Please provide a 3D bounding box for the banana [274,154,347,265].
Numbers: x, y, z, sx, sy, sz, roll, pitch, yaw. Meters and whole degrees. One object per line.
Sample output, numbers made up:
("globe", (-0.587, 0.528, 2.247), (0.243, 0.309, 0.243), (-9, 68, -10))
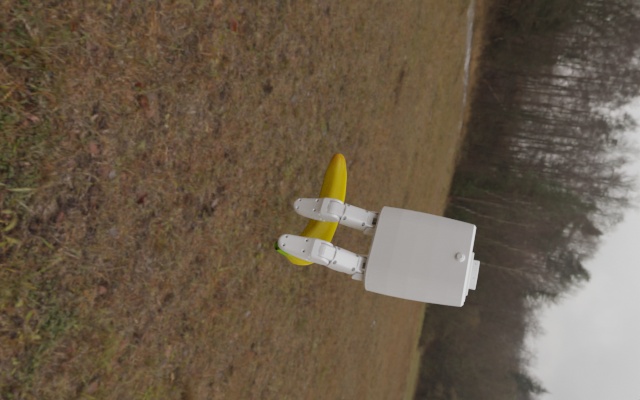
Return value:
("banana", (0.001, 0.019, 0.614), (0.037, 0.070, 0.197), (8, 41, 20))
